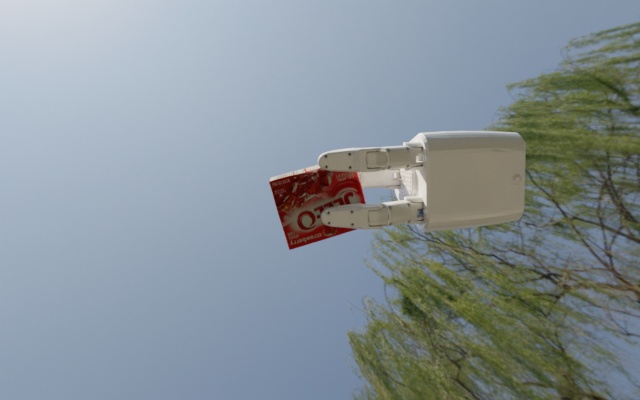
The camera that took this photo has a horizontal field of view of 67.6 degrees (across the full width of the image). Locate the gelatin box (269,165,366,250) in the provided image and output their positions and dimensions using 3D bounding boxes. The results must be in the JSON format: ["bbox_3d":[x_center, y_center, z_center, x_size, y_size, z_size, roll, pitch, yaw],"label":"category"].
[{"bbox_3d":[0.000,0.002,0.486,0.089,0.073,0.030,-16,11,-1],"label":"gelatin box"}]
